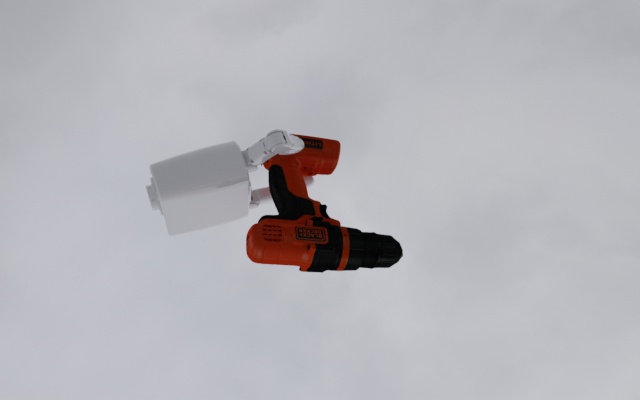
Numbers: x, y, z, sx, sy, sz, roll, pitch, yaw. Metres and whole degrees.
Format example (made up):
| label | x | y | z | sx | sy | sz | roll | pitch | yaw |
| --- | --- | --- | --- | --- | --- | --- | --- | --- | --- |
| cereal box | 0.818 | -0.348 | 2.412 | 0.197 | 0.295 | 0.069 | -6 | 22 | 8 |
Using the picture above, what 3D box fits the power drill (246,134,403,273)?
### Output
| label | x | y | z | sx | sy | sz | roll | pitch | yaw |
| --- | --- | --- | --- | --- | --- | --- | --- | --- | --- |
| power drill | 0.000 | 0.002 | 0.588 | 0.184 | 0.187 | 0.057 | 6 | -43 | -17 |
